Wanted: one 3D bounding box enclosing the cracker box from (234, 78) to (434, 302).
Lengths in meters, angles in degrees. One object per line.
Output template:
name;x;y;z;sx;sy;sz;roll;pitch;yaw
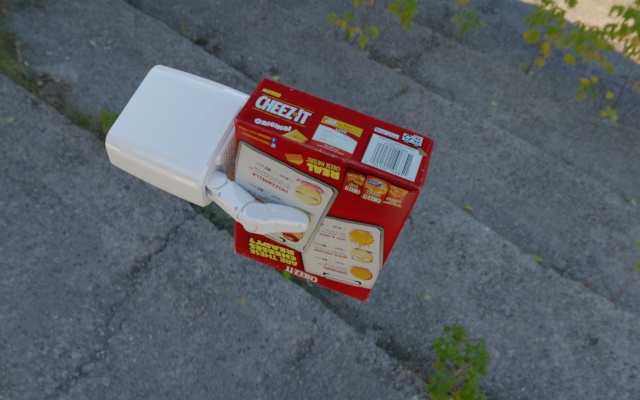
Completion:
cracker box;0.000;0.002;0.481;0.164;0.072;0.214;20;-37;6
